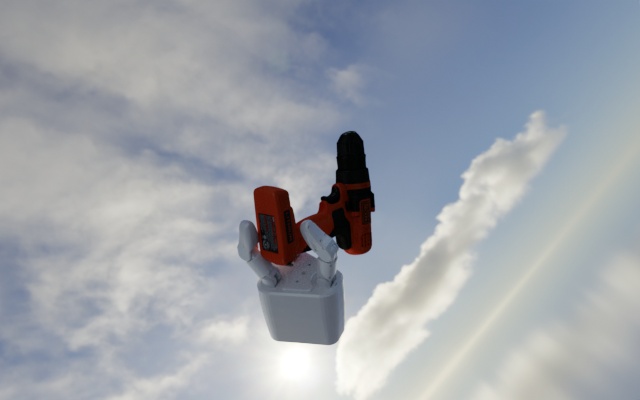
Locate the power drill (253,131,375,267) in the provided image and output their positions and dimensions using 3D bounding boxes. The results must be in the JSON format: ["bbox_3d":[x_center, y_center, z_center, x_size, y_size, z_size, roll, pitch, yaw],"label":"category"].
[{"bbox_3d":[0.000,0.003,0.663,0.187,0.184,0.057,-13,12,-39],"label":"power drill"}]
